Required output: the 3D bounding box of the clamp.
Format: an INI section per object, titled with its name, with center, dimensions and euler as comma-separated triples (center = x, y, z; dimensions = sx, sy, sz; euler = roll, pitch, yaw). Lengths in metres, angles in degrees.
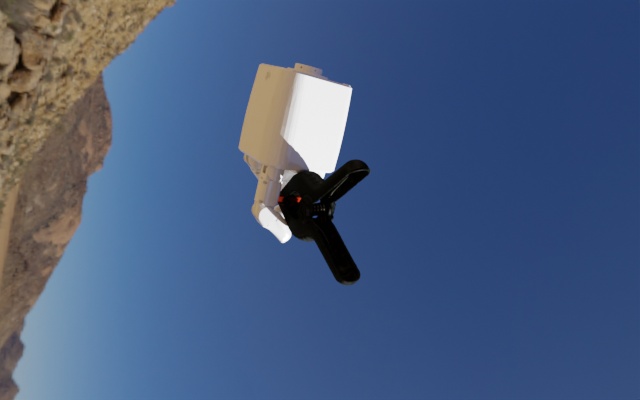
[clamp]
center = 0.001, 0.002, 0.509
dimensions = 0.039, 0.120, 0.171
euler = 6, 15, -32
